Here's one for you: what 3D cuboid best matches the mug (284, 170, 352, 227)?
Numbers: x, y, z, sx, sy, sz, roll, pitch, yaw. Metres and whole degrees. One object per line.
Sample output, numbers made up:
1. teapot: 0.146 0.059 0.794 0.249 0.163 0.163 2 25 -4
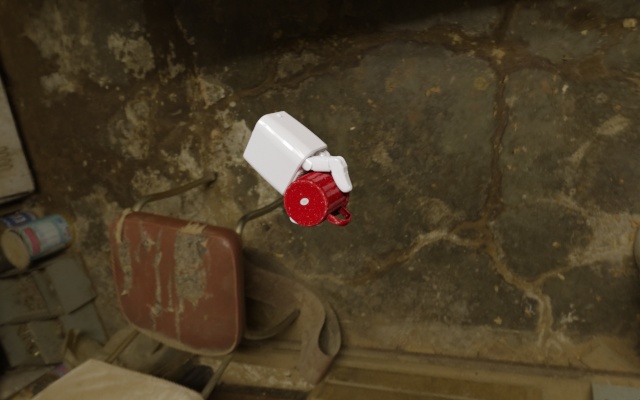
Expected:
1. mug: 0.001 0.004 0.797 0.117 0.093 0.081 41 28 10
